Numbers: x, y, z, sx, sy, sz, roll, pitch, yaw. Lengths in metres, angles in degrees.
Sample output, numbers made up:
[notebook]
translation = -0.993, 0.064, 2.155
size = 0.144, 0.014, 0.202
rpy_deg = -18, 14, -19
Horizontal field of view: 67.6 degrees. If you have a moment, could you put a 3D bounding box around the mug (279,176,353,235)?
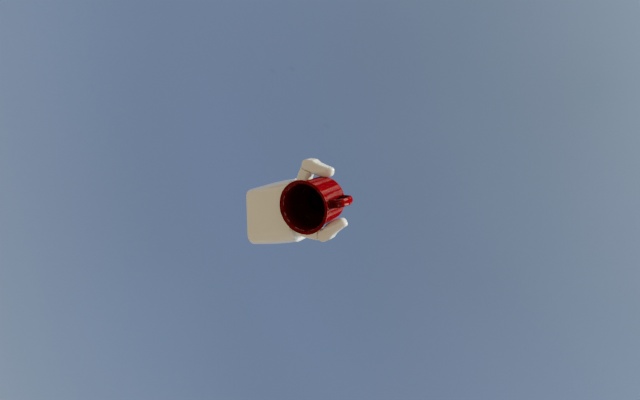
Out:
[mug]
translation = 0.001, 0.002, 0.816
size = 0.117, 0.093, 0.081
rpy_deg = -7, 8, 31
